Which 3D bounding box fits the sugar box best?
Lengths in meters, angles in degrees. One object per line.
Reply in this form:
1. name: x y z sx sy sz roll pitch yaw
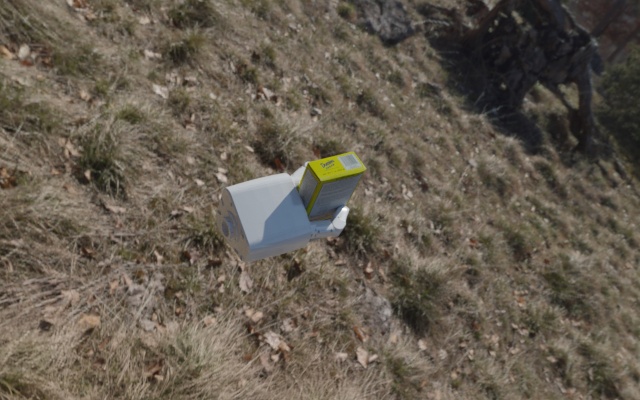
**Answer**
1. sugar box: 0.000 0.002 0.781 0.093 0.048 0.176 -15 -30 -33
